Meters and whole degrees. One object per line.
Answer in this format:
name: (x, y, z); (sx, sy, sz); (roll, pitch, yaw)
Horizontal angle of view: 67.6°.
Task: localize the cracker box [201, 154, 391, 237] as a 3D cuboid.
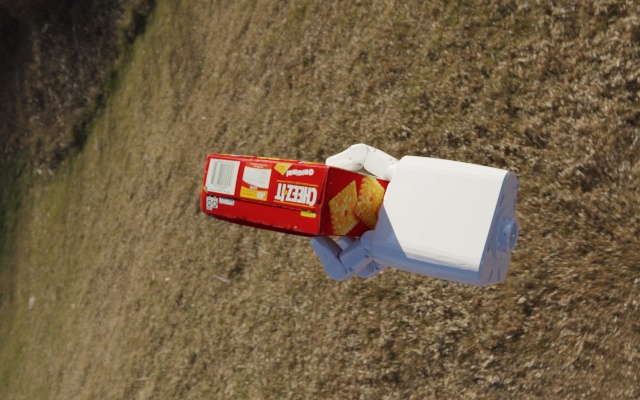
cracker box: (0.000, 0.002, 0.542); (0.164, 0.072, 0.214); (8, -1, 36)
